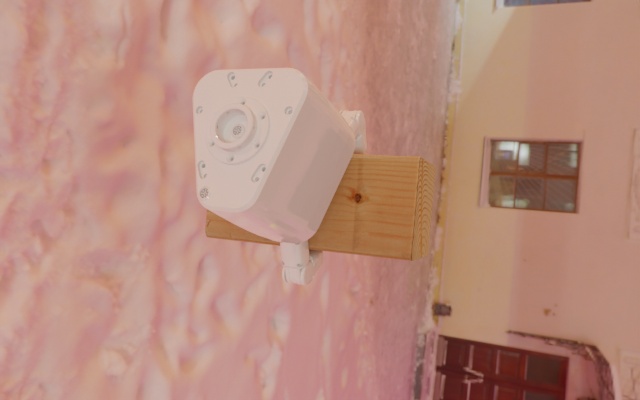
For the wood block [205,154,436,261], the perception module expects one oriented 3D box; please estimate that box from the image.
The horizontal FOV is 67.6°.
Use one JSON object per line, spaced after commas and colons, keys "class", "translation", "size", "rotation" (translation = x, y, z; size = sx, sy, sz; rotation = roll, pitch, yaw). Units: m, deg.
{"class": "wood block", "translation": [0.000, 0.002, 0.474], "size": [0.206, 0.091, 0.090], "rotation": [5, -1, 22]}
